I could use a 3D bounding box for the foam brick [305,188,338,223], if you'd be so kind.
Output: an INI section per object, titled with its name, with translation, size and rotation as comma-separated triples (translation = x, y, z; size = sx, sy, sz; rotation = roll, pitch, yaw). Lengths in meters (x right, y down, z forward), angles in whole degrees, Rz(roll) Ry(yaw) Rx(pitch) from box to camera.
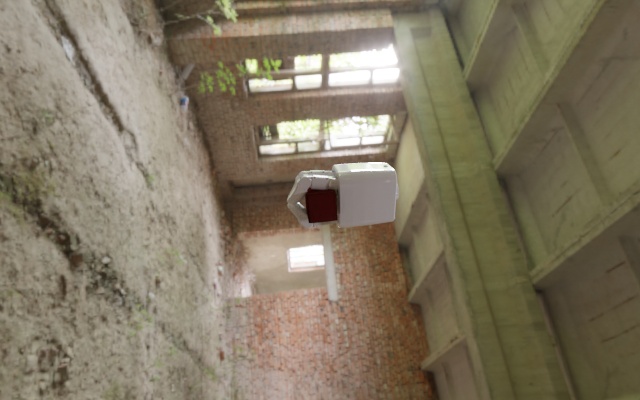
[foam brick]
translation = 0.000, 0.003, 0.856
size = 0.051, 0.053, 0.078
rotation = -4, 16, -4
